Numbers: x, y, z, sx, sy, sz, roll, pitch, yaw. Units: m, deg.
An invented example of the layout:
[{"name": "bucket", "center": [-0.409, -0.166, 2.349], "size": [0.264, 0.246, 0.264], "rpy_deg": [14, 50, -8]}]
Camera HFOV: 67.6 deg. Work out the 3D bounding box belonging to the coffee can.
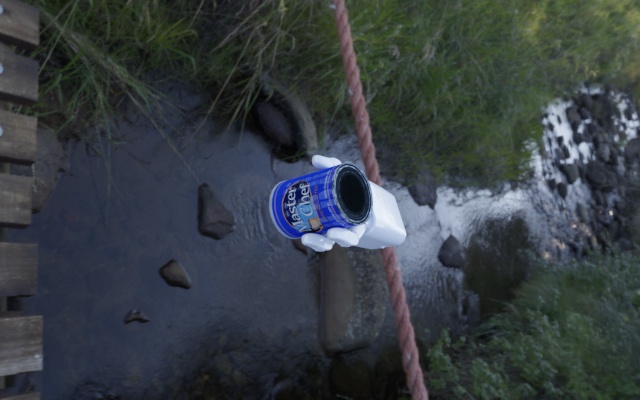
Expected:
[{"name": "coffee can", "center": [0.000, 0.002, 0.785], "size": [0.140, 0.103, 0.103], "rpy_deg": [-15, -9, 39]}]
